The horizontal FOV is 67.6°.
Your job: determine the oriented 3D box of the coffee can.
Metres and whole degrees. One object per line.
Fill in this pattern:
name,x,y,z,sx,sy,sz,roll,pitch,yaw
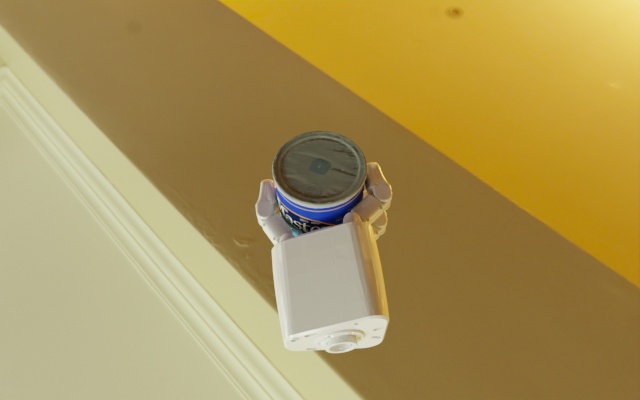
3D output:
coffee can,0.000,0.002,0.572,0.103,0.102,0.140,0,-34,1
